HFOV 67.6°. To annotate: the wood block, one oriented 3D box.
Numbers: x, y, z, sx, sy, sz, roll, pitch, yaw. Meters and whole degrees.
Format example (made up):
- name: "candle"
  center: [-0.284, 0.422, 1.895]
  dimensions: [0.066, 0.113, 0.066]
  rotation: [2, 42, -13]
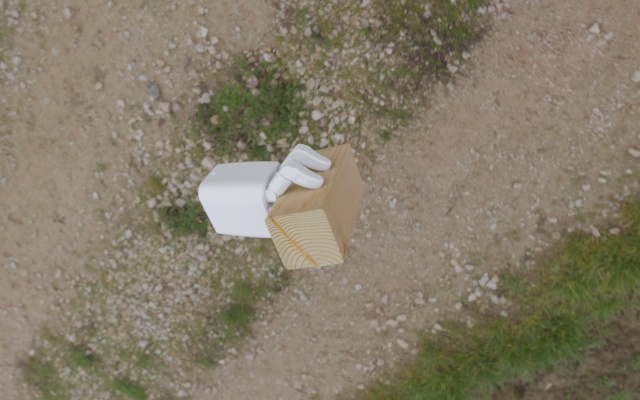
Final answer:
- name: "wood block"
  center: [0.000, 0.003, 0.727]
  dimensions: [0.090, 0.091, 0.206]
  rotation: [-10, 28, 20]
